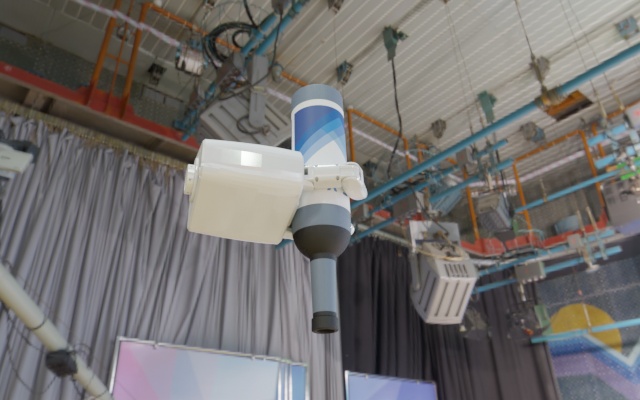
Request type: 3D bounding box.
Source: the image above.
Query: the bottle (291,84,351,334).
[{"bbox_3d":[0.000,0.002,0.549,0.069,0.295,0.069,-2,-28,-1],"label":"bottle"}]
